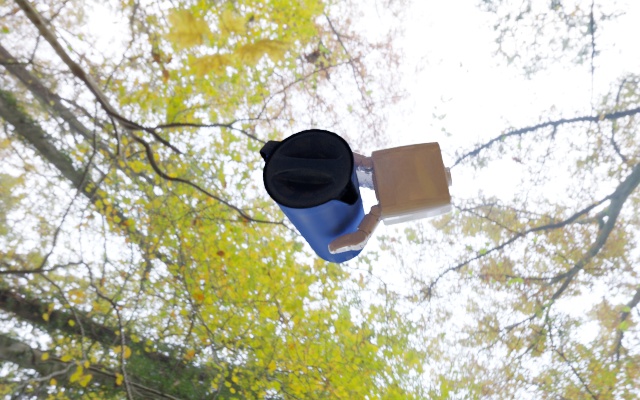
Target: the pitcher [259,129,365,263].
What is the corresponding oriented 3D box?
[{"bbox_3d":[0.000,0.003,0.764,0.145,0.149,0.243,-12,-31,8],"label":"pitcher"}]
